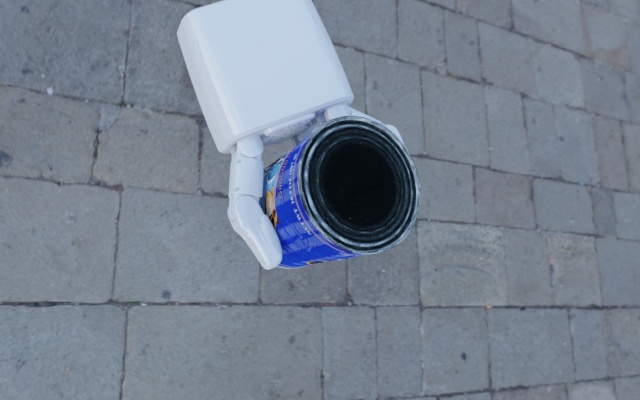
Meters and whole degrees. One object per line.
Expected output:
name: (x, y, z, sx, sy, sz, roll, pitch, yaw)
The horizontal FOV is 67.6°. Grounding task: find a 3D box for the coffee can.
coffee can: (0.000, 0.002, 0.403, 0.103, 0.103, 0.140, 0, -11, -27)
